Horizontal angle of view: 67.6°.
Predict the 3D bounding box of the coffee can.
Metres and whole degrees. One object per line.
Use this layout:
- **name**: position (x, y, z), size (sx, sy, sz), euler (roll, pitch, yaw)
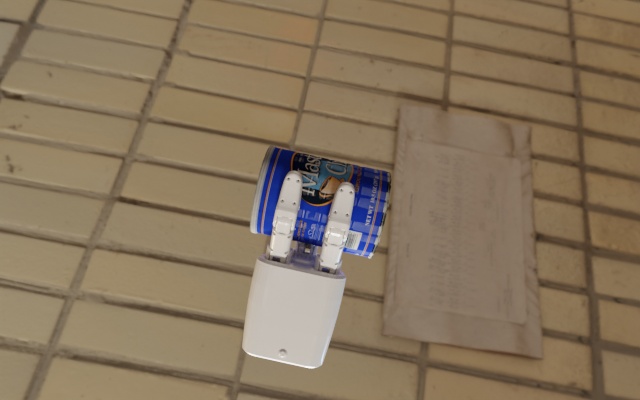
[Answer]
- **coffee can**: position (0.000, 0.002, 0.549), size (0.140, 0.103, 0.103), euler (13, 0, 0)
